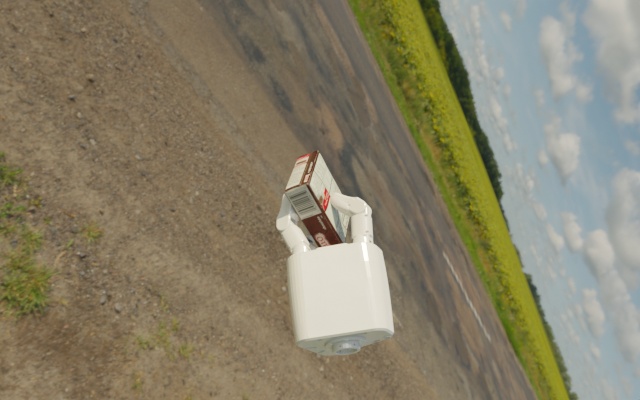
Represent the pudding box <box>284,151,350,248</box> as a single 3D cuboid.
[{"bbox_3d":[0.000,0.002,0.653,0.039,0.113,0.090,-18,29,20],"label":"pudding box"}]
